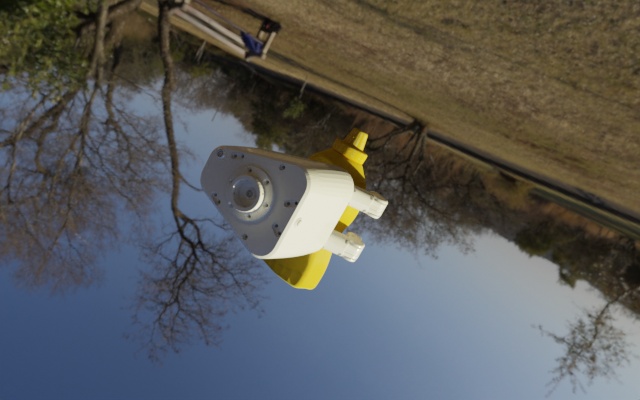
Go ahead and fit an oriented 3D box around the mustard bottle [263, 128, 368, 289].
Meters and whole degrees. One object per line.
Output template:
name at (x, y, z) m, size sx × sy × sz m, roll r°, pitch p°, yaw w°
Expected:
mustard bottle at (0.000, 0.002, 0.565) m, size 0.058 × 0.191 × 0.096 m, roll 18°, pitch 16°, yaw -45°
